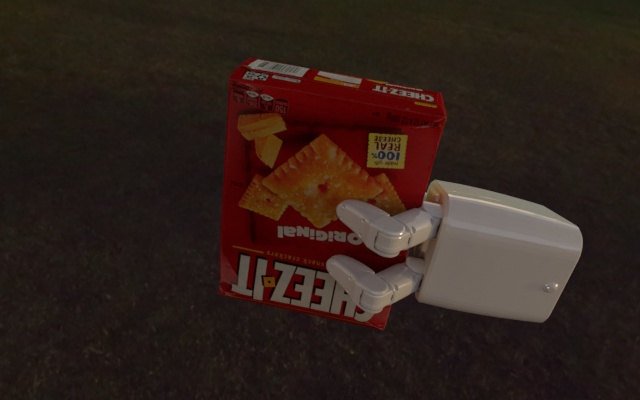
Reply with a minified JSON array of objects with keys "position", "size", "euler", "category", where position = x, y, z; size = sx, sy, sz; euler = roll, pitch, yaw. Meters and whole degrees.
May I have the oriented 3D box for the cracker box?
[{"position":[0.000,0.001,0.417],"size":[0.164,0.214,0.072],"euler":[12,30,4],"category":"cracker box"}]
